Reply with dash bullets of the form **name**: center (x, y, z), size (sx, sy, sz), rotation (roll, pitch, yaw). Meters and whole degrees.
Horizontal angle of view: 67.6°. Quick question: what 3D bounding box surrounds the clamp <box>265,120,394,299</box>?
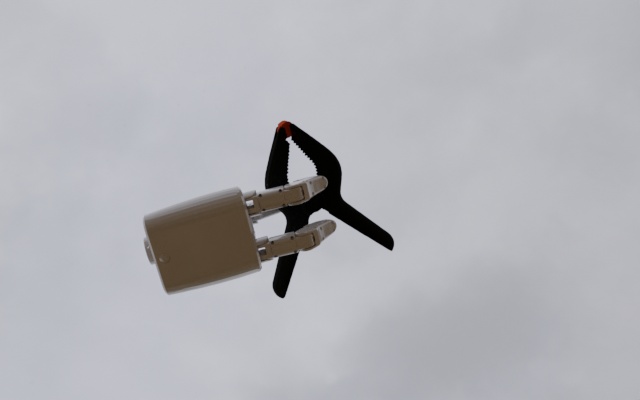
- **clamp**: center (0.000, 0.001, 0.582), size (0.164, 0.210, 0.036), rotation (-16, 15, -12)
